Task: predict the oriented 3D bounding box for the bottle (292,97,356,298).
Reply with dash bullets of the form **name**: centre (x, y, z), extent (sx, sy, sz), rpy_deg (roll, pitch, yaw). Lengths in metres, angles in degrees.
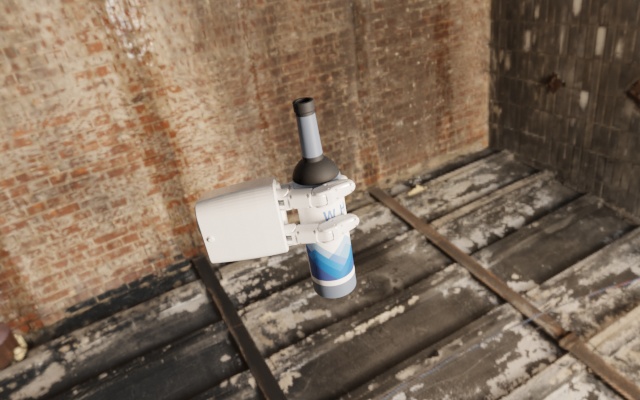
- **bottle**: centre (0.000, 0.002, 0.667), extent (0.069, 0.296, 0.069), rpy_deg (-8, 29, 4)
